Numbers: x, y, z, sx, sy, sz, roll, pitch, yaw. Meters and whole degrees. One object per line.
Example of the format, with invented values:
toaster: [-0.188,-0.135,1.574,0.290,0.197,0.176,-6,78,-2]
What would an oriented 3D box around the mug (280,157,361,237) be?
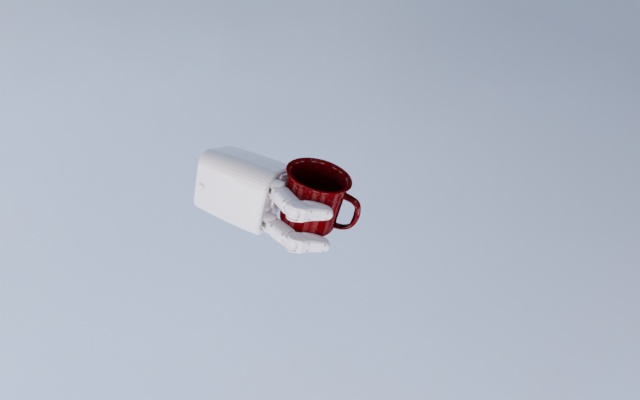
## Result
mug: [0.001,0.003,0.666,0.117,0.081,0.093,23,32,10]
